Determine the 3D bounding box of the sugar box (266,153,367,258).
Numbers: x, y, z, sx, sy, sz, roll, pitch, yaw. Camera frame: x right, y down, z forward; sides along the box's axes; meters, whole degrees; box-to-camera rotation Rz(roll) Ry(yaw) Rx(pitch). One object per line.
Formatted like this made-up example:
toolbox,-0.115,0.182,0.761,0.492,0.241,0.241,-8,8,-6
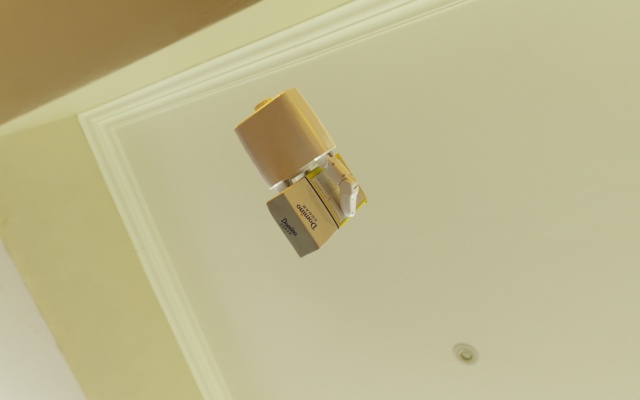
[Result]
sugar box,0.000,0.002,0.709,0.048,0.093,0.176,-29,6,38
